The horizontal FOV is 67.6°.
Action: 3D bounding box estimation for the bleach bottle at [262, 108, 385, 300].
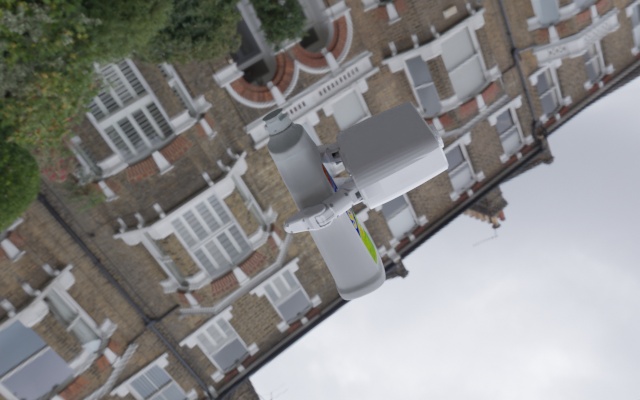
[{"bbox_3d":[0.000,0.002,0.604,0.068,0.251,0.102,-25,25,9],"label":"bleach bottle"}]
